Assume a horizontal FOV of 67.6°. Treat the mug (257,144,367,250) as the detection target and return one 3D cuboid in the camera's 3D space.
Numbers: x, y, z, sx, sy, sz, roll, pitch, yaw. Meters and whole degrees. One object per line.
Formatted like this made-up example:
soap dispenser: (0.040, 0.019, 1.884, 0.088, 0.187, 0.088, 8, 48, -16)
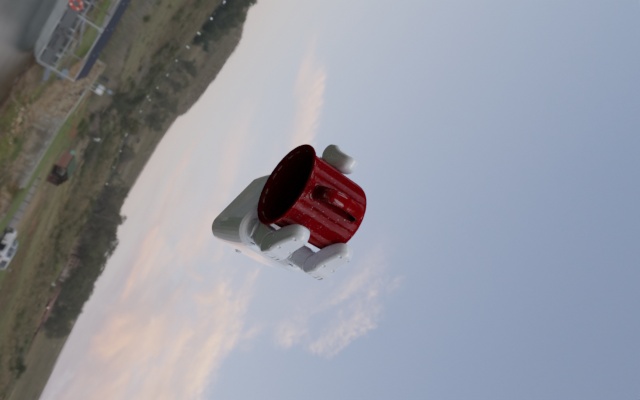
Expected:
mug: (0.001, 0.002, 0.489, 0.081, 0.093, 0.117, 32, -15, -28)
